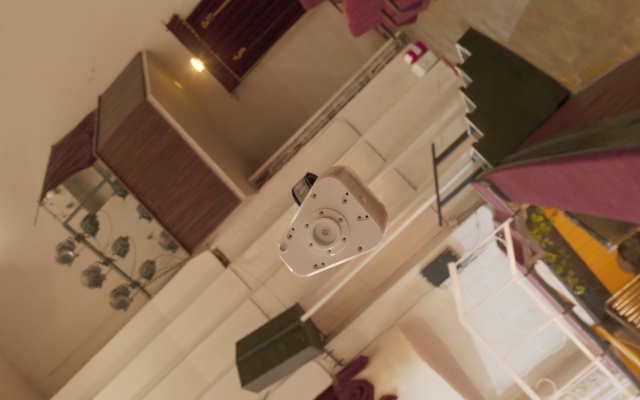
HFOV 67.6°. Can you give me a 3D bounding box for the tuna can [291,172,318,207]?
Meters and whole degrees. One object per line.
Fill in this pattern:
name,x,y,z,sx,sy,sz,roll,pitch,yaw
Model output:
tuna can,0.000,0.003,0.670,0.034,0.086,0.086,-44,-14,14
